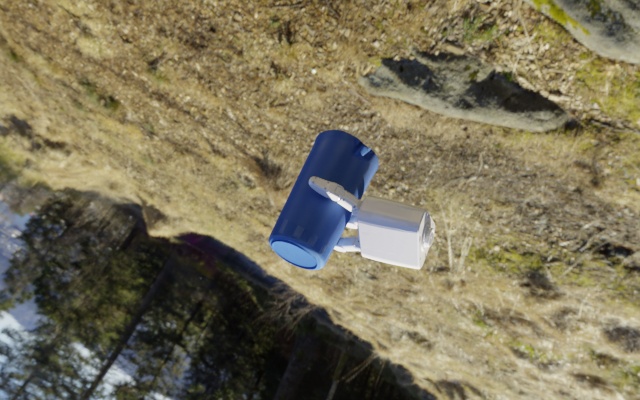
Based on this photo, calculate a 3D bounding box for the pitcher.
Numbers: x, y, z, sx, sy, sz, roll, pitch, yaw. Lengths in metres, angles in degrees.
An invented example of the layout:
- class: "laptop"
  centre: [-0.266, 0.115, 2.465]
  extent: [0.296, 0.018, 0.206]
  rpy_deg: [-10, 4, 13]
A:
- class: "pitcher"
  centre: [0.000, 0.003, 0.880]
  extent: [0.145, 0.242, 0.149]
  rpy_deg: [14, -31, 24]
